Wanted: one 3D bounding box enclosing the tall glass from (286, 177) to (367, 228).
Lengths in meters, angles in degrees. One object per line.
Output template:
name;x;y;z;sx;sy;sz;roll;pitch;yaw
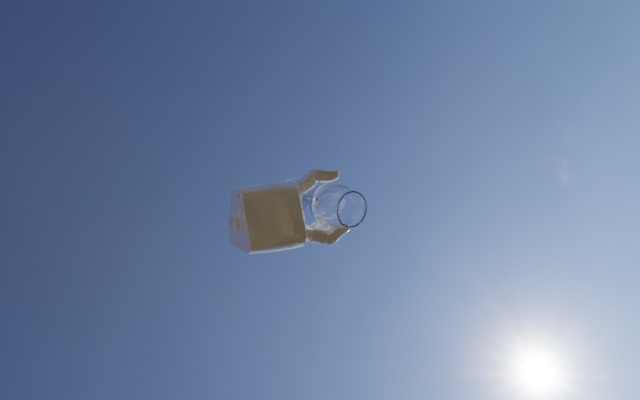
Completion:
tall glass;0.000;0.003;0.879;0.079;0.079;0.201;0;7;-33
